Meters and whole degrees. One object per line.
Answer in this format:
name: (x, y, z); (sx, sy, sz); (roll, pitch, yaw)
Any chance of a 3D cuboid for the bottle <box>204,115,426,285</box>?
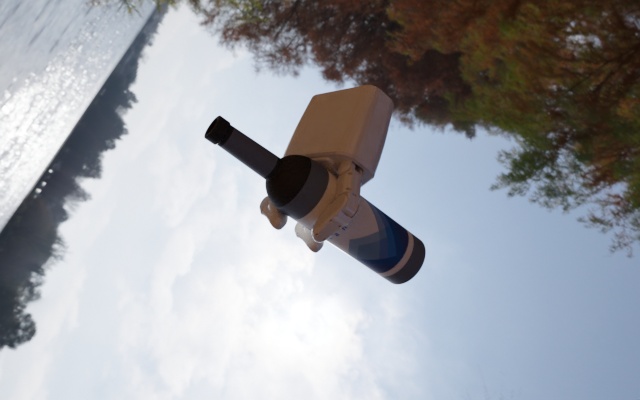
bottle: (0.000, 0.002, 0.538); (0.296, 0.069, 0.069); (35, -18, -27)
